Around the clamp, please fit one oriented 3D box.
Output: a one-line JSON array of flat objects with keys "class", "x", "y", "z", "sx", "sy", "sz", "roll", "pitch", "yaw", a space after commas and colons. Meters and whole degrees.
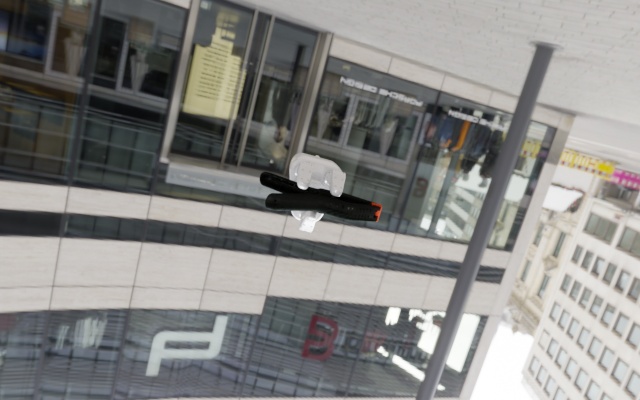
[{"class": "clamp", "x": 0.000, "y": 0.003, "z": 0.771, "sx": 0.210, "sy": 0.036, "sz": 0.164, "roll": 14, "pitch": 14, "yaw": -7}]
